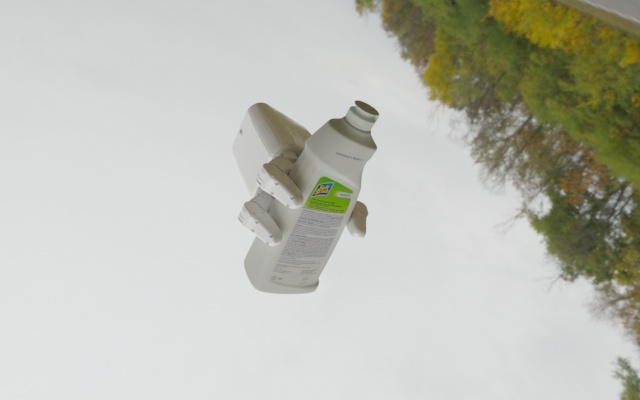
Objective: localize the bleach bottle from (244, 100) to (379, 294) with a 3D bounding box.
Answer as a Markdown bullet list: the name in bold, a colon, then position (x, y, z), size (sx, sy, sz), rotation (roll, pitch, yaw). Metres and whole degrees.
- **bleach bottle**: position (0.000, 0.002, 0.551), size (0.102, 0.251, 0.068), rotation (7, 36, -35)
